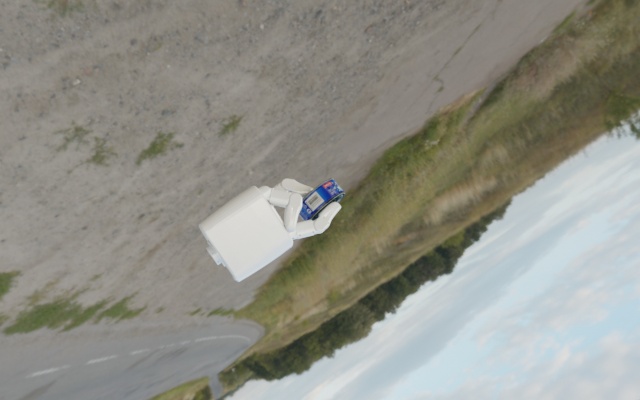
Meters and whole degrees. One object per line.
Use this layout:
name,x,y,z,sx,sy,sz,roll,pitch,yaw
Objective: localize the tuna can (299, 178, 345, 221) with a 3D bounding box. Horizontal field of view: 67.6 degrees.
tuna can,0.001,0.003,0.813,0.086,0.033,0.086,-39,-11,-9
